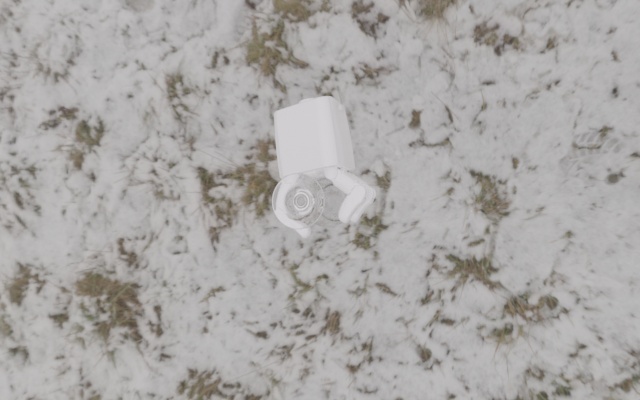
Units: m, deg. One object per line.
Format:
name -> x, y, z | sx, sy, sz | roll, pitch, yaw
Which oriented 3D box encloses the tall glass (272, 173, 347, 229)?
tall glass -> 0.000, 0.003, 0.720 | 0.079, 0.079, 0.201 | 0, -1, 18
